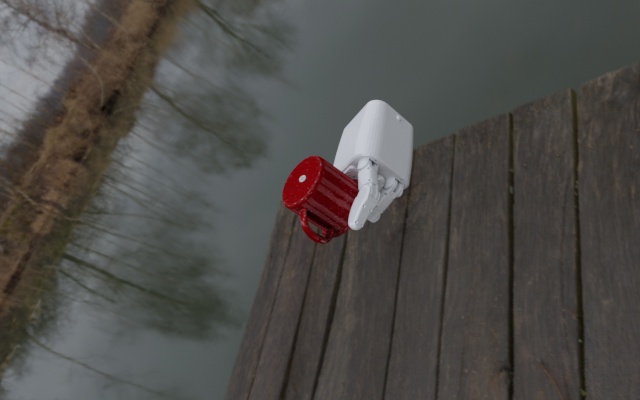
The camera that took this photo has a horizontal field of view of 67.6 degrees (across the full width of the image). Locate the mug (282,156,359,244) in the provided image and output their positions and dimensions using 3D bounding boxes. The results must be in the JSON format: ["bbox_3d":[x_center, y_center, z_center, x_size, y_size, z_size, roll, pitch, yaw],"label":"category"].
[{"bbox_3d":[0.000,0.003,0.641,0.081,0.117,0.093,33,-37,-30],"label":"mug"}]
